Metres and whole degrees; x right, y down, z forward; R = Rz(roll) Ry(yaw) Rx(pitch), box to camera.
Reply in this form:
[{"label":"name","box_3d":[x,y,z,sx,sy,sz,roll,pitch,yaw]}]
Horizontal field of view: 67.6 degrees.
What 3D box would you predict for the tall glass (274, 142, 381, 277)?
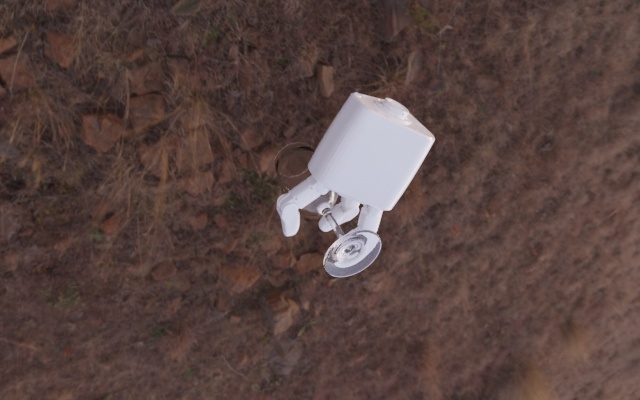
[{"label":"tall glass","box_3d":[0.000,0.003,0.624,0.079,0.079,0.201,0,37,-29]}]
